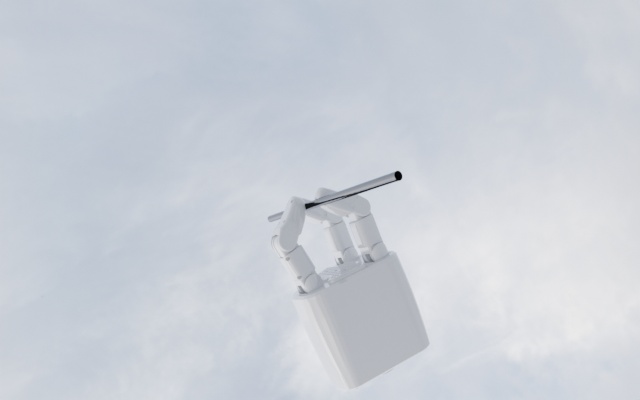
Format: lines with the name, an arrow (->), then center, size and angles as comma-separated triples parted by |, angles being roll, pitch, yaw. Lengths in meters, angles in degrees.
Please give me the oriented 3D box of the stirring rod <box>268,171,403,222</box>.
stirring rod -> 0.000, 0.002, 0.468 | 0.011, 0.011, 0.239 | 0, -10, -30
